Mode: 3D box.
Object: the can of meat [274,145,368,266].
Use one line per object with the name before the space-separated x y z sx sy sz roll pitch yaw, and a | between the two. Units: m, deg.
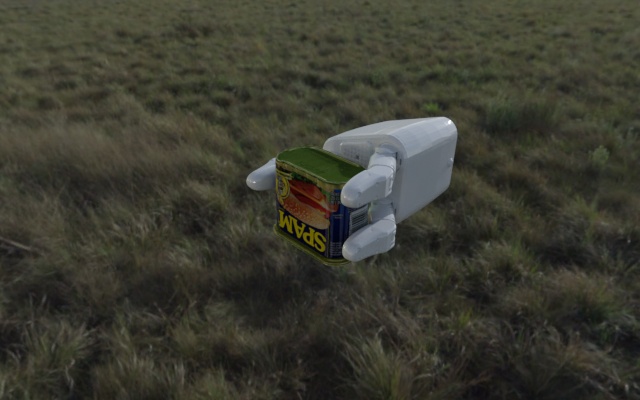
can of meat | 0.000 0.001 0.461 0.057 0.084 0.102 -22 35 -37
